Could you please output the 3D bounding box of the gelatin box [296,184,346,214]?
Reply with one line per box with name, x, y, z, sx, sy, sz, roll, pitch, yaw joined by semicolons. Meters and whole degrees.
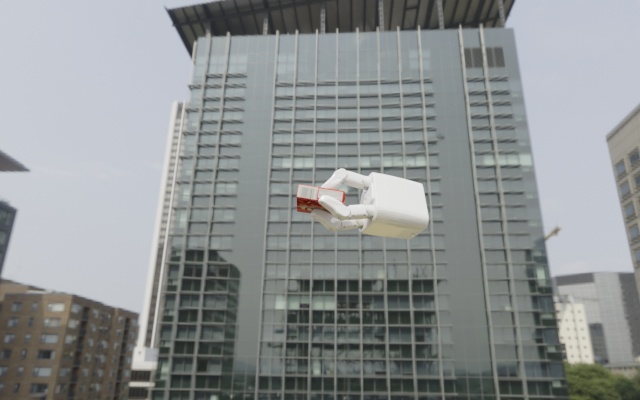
gelatin box;0.000;0.002;0.899;0.089;0.030;0.073;9;-22;2
